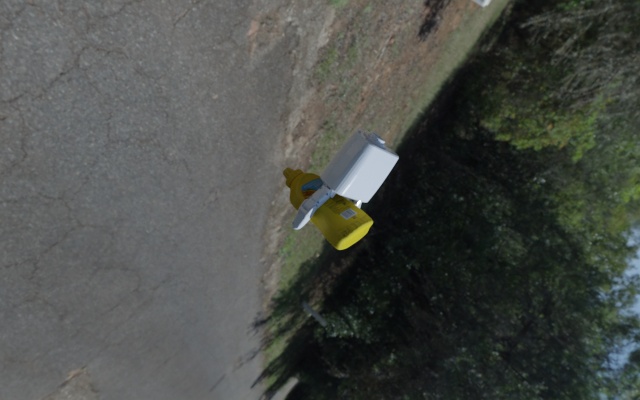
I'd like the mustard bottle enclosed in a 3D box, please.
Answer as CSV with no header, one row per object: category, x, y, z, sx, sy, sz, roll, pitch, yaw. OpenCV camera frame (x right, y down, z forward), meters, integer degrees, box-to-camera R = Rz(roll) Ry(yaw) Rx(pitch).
mustard bottle,0.000,0.003,0.885,0.191,0.058,0.096,43,43,20
